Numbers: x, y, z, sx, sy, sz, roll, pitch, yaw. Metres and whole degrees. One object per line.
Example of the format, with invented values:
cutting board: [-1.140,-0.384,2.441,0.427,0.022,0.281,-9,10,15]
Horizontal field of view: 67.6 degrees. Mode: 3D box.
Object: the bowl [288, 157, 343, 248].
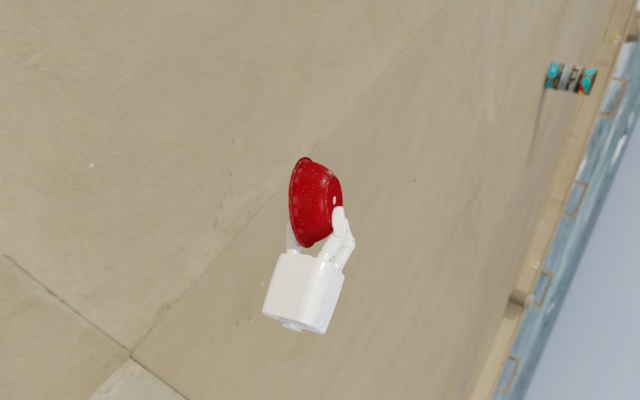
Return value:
bowl: [0.001,0.001,0.837,0.055,0.162,0.162,-2,-1,20]
